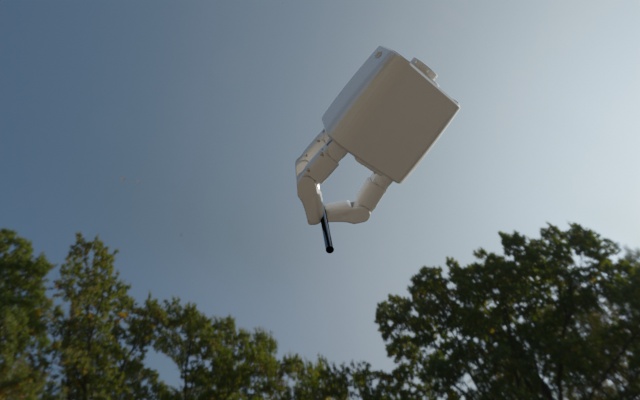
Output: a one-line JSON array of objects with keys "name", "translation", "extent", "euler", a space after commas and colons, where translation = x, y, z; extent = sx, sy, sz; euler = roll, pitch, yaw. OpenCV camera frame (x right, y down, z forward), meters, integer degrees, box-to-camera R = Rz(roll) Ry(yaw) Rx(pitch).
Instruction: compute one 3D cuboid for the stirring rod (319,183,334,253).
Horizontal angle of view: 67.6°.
[{"name": "stirring rod", "translation": [0.000, 0.002, 0.569], "extent": [0.011, 0.011, 0.239], "euler": [0, 22, -5]}]
